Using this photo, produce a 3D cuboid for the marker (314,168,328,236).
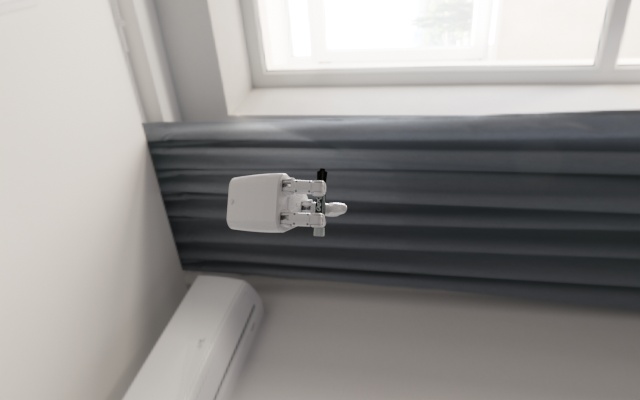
[{"bbox_3d":[0.000,0.003,0.846,0.020,0.121,0.020,3,-8,0],"label":"marker"}]
